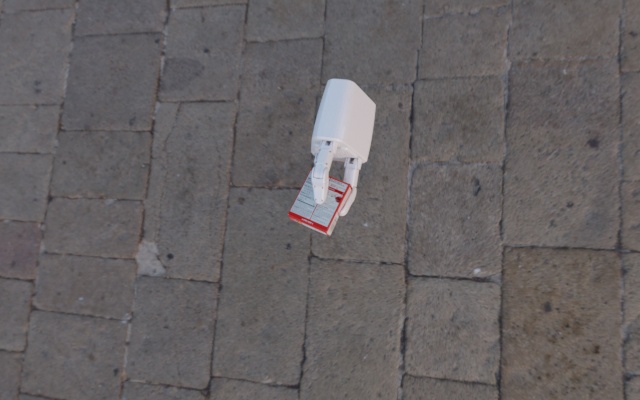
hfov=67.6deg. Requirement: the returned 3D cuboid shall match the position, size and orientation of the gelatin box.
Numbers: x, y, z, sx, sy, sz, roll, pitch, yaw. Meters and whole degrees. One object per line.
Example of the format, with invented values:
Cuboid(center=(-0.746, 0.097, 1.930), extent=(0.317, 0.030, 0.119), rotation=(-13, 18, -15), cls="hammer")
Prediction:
Cuboid(center=(0.000, 0.003, 0.771), extent=(0.073, 0.089, 0.030), rotation=(23, -12, 19), cls="gelatin box")
